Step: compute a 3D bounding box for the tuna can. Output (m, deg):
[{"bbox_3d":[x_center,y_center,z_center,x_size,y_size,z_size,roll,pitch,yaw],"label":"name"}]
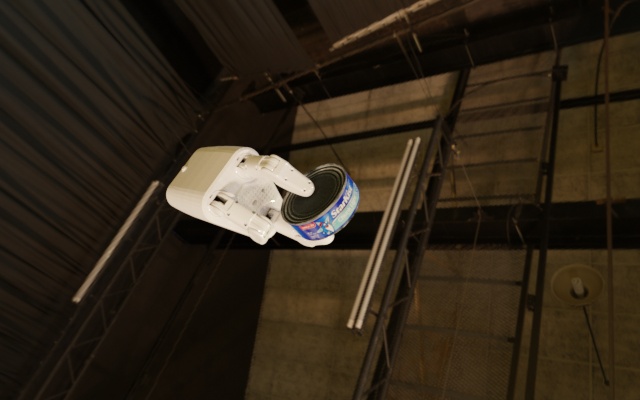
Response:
[{"bbox_3d":[0.000,0.002,0.525,0.086,0.086,0.034,0,-39,46],"label":"tuna can"}]
